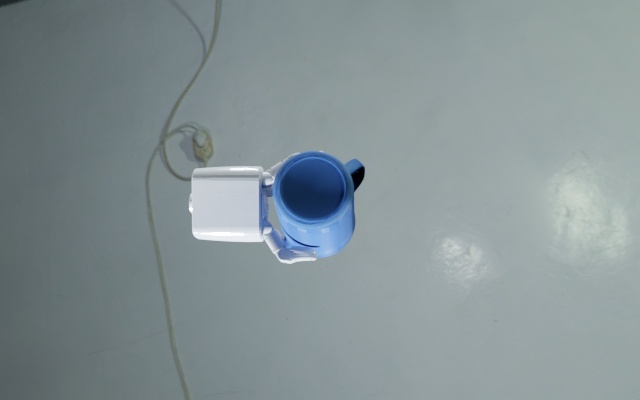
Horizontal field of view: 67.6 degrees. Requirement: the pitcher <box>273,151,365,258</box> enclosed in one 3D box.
[{"bbox_3d":[0.000,0.002,0.738,0.145,0.149,0.243,1,-13,1],"label":"pitcher"}]
